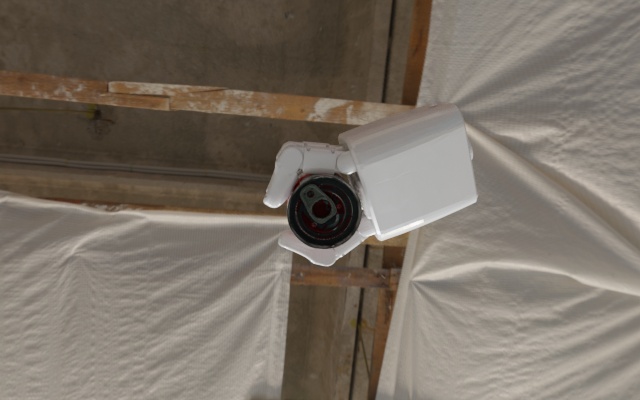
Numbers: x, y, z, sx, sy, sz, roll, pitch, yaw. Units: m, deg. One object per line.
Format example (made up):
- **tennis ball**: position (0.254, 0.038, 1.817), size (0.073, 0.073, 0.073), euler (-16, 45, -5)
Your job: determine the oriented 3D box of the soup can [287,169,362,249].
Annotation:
- **soup can**: position (0.000, 0.002, 0.477), size (0.068, 0.068, 0.102), euler (0, 11, -4)
